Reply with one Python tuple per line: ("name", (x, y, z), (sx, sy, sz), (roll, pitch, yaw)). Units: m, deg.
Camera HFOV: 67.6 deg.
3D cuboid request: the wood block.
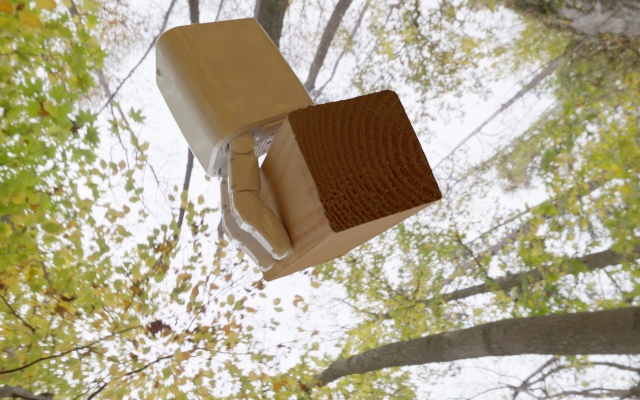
("wood block", (0.000, 0.001, 0.414), (0.091, 0.090, 0.206), (-17, -11, -23))
